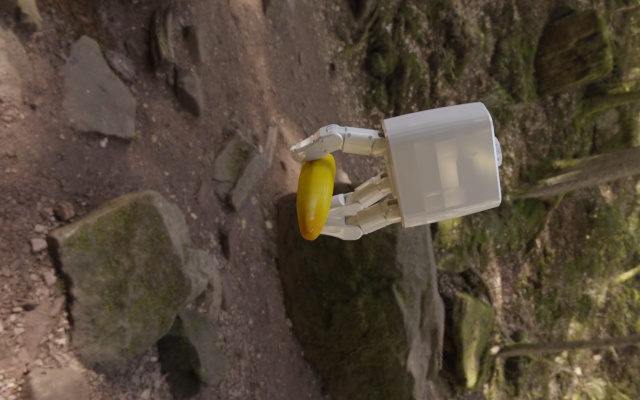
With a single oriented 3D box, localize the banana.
[{"bbox_3d":[-0.002,-0.017,0.526,0.037,0.070,0.197,-4,12,5],"label":"banana"}]
